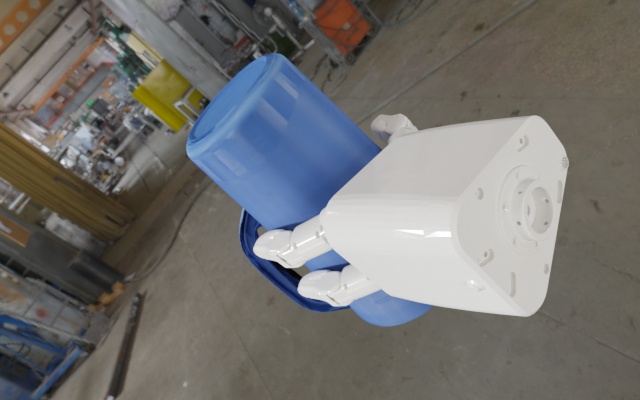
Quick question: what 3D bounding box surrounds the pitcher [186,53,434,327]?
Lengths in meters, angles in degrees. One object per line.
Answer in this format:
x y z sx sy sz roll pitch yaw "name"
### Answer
0.000 0.001 0.422 0.243 0.149 0.145 42 -21 -26 "pitcher"
